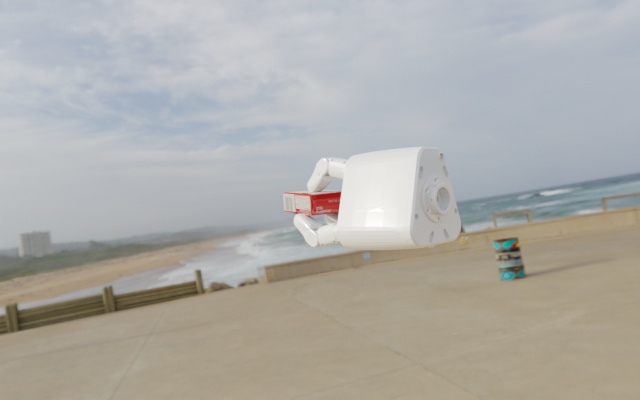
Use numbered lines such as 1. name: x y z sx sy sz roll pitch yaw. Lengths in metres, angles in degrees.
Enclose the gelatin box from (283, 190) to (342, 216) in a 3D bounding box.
1. gelatin box: 0.000 0.002 0.651 0.073 0.030 0.089 -5 5 -29
